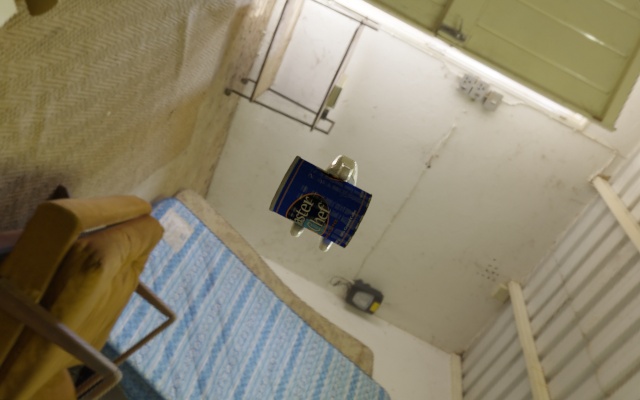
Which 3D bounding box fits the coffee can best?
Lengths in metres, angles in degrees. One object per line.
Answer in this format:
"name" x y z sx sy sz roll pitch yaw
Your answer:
"coffee can" 0.000 0.003 0.792 0.140 0.103 0.103 27 -1 -1
